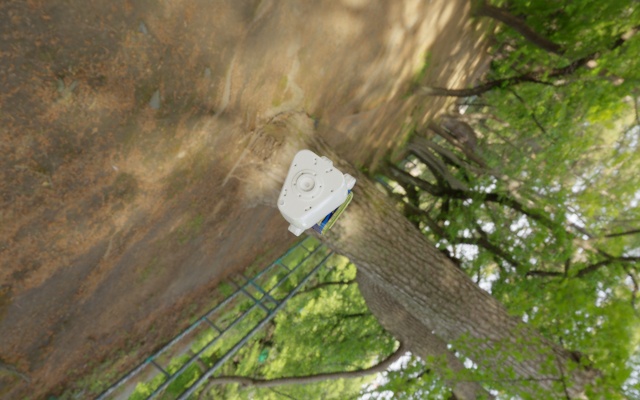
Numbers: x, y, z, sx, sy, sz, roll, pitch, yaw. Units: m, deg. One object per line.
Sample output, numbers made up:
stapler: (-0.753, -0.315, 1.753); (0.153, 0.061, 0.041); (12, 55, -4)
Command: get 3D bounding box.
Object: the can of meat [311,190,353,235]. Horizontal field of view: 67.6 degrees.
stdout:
can of meat: (0.000, 0.003, 0.894); (0.084, 0.102, 0.057); (35, -9, 9)
